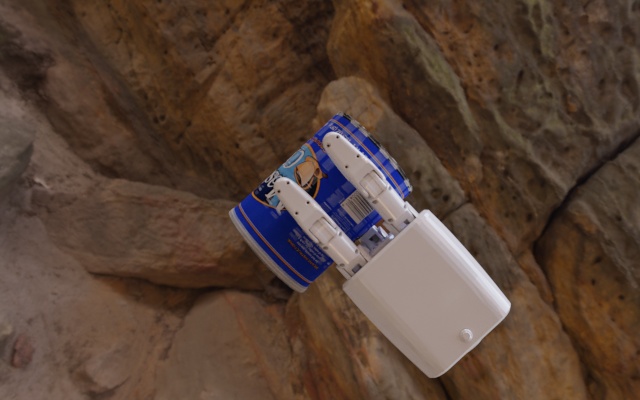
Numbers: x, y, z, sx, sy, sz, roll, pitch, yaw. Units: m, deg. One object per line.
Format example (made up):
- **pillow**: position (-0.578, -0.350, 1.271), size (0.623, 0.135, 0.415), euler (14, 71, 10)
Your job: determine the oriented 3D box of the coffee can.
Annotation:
- **coffee can**: position (0.000, 0.001, 0.450), size (0.140, 0.103, 0.103), euler (-43, 0, 0)
